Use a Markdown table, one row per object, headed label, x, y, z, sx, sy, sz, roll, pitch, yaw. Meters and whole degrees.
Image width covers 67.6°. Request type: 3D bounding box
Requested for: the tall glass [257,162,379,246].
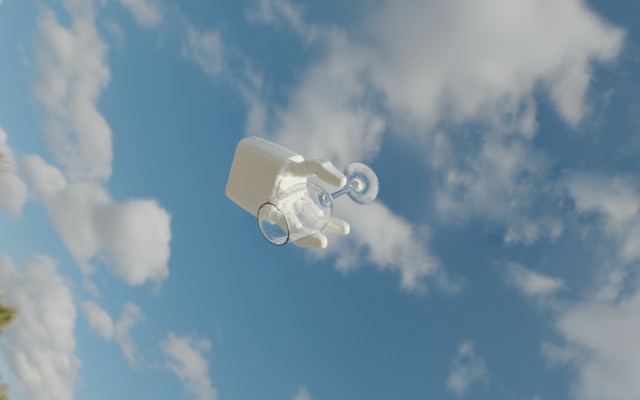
| label | x | y | z | sx | sy | sz | roll | pitch | yaw |
| --- | --- | --- | --- | --- | --- | --- | --- | --- | --- |
| tall glass | 0.001 | 0.002 | 0.712 | 0.079 | 0.079 | 0.201 | 0 | 18 | 43 |
